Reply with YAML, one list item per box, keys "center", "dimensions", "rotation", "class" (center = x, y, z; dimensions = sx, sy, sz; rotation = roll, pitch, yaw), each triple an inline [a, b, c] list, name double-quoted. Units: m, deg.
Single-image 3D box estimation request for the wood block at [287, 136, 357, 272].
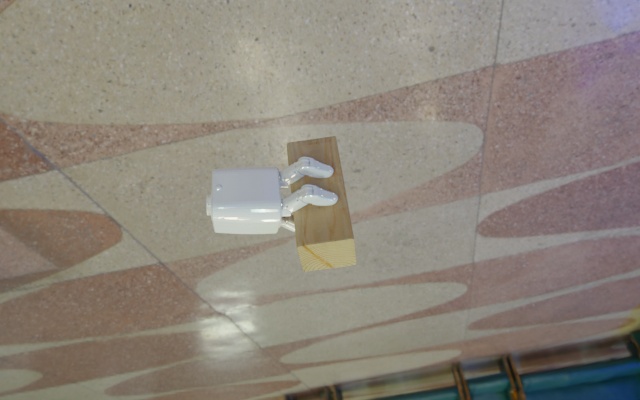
- center: [0.000, 0.003, 0.801]
  dimensions: [0.090, 0.206, 0.091]
  rotation: [-8, -34, 1]
  class: "wood block"
